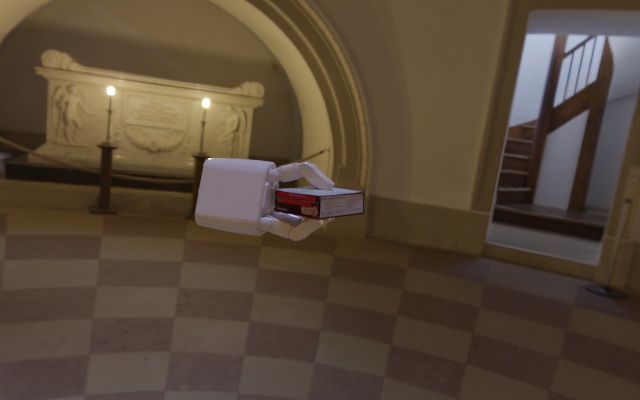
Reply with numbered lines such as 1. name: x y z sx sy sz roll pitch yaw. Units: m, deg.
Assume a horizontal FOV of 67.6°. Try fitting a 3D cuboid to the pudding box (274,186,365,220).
1. pudding box: 0.000 0.002 0.722 0.090 0.039 0.113 10 12 40
